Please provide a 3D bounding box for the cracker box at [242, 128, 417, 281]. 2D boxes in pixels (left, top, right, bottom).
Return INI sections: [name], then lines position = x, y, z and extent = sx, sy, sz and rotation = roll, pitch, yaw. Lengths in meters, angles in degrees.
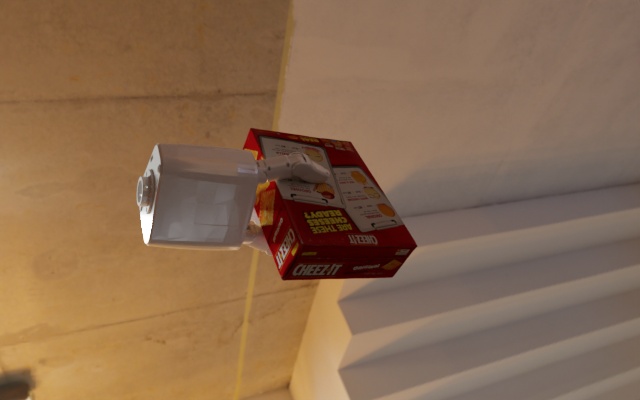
[cracker box]
position = 0.000, 0.002, 0.620
extent = 0.164, 0.072, 0.213
rotation = 4, 41, -31
